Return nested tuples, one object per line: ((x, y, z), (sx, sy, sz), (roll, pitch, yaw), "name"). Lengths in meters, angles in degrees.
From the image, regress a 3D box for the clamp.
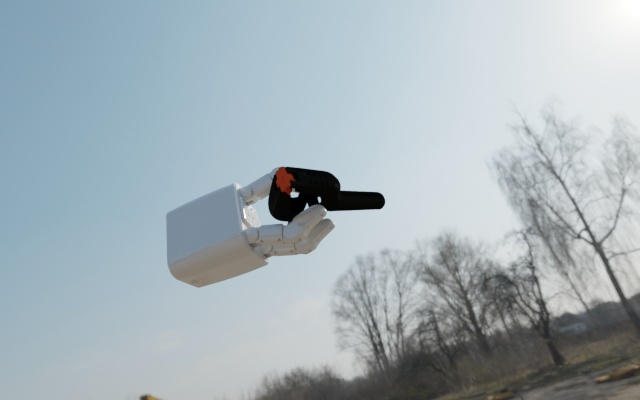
((-0.001, 0.001, 0.624), (0.164, 0.036, 0.210), (-24, -24, 4), "clamp")
